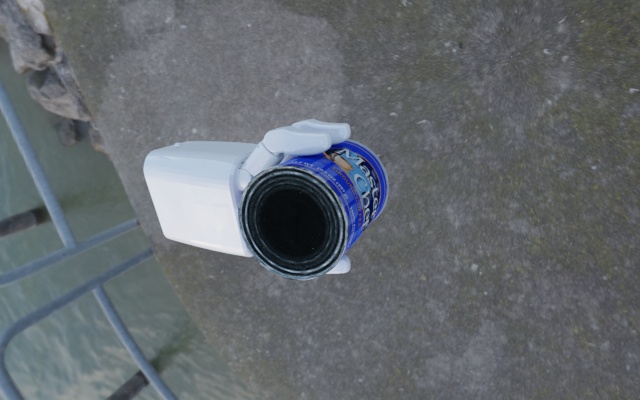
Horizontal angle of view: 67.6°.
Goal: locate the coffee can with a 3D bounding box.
[{"bbox_3d":[0.000,0.002,0.463,0.103,0.103,0.140,0,16,22],"label":"coffee can"}]
